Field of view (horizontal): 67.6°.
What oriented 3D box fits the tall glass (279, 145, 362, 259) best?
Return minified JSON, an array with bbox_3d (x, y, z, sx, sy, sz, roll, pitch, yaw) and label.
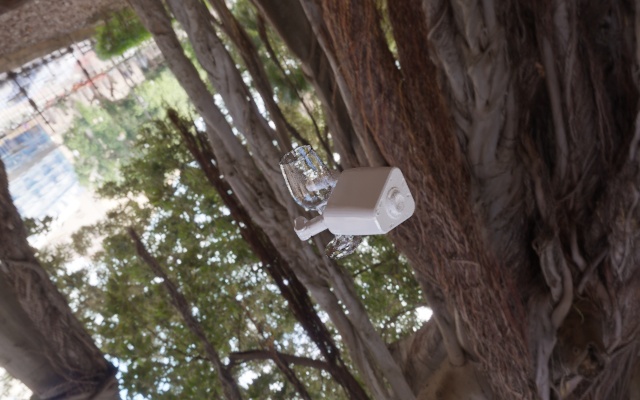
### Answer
[{"bbox_3d":[0.000,0.003,0.839,0.079,0.201,0.079,-23,25,11],"label":"tall glass"}]
